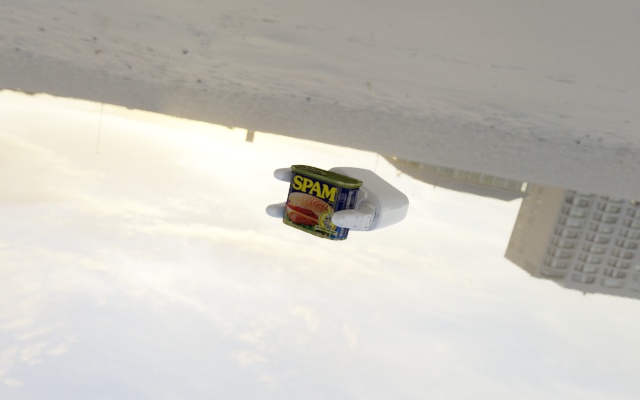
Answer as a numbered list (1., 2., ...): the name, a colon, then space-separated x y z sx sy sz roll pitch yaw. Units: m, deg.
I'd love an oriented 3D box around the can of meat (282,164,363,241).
1. can of meat: 0.000 0.003 0.668 0.102 0.084 0.057 19 14 27
